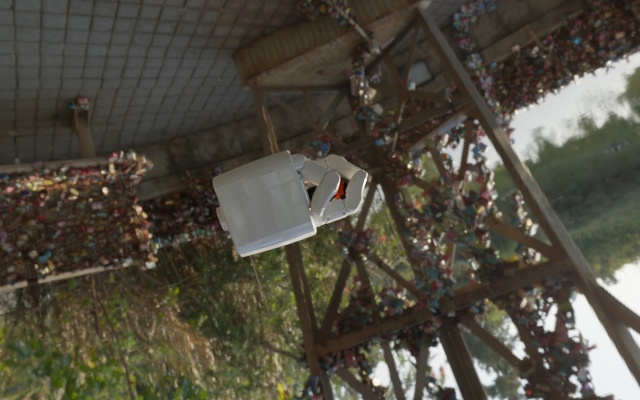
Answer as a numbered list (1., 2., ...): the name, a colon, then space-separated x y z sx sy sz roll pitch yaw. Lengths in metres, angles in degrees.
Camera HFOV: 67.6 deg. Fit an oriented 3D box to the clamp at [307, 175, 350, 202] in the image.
1. clamp: 0.000 0.003 0.716 0.120 0.039 0.171 -19 -13 -5
